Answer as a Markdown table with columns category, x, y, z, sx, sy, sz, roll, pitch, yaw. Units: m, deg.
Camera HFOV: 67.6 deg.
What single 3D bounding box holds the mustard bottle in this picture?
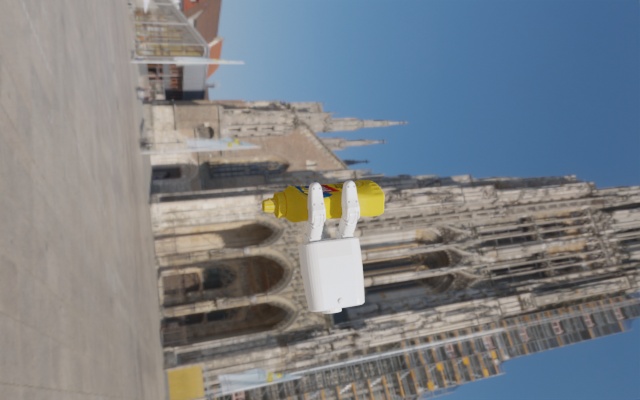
| category | x | y | z | sx | sy | sz | roll | pitch | yaw |
| --- | --- | --- | --- | --- | --- | --- | --- | --- | --- |
| mustard bottle | 0.000 | 0.002 | 0.778 | 0.191 | 0.058 | 0.096 | -5 | 17 | -19 |
